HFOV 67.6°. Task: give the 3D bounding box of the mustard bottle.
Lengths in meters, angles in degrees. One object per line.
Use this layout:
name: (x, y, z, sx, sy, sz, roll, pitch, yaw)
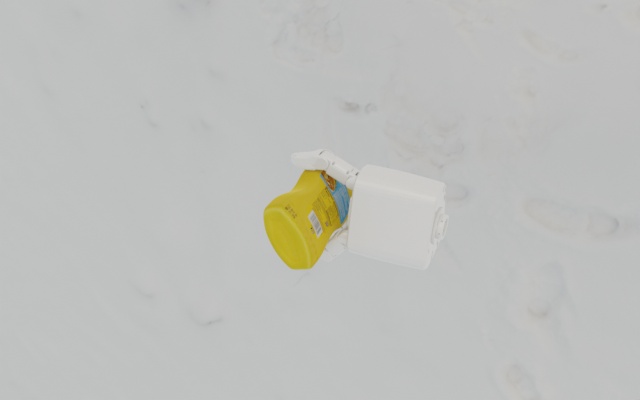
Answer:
mustard bottle: (0.000, 0.002, 0.654, 0.058, 0.096, 0.191, -10, 25, 35)
